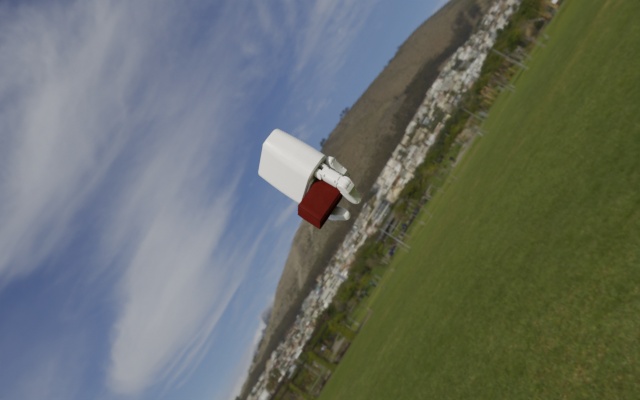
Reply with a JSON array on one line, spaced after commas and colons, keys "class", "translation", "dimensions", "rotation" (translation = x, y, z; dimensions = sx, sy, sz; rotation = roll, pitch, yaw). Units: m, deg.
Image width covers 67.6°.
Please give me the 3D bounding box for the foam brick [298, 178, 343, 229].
[{"class": "foam brick", "translation": [0.000, 0.003, 0.861], "dimensions": [0.051, 0.078, 0.053], "rotation": [32, -19, 8]}]
